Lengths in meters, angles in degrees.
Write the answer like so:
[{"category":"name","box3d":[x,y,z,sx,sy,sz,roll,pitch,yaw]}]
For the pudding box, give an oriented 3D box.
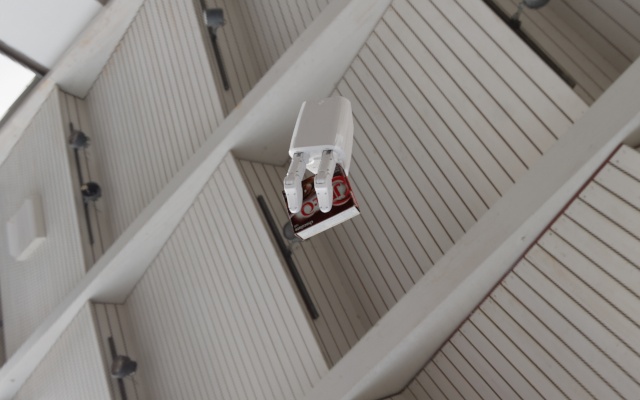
[{"category":"pudding box","box3d":[0.000,0.003,0.796,0.113,0.090,0.039,-28,-34,12]}]
